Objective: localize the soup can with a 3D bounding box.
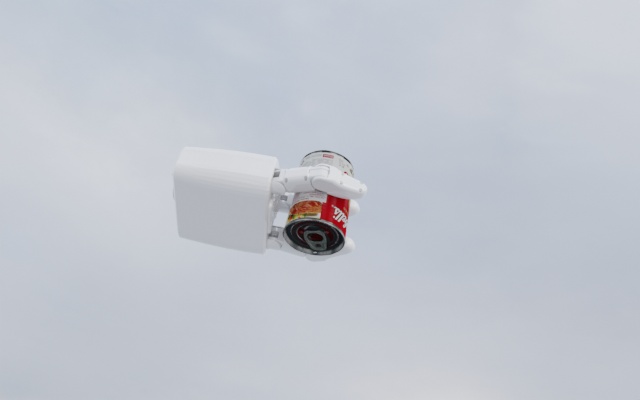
[{"bbox_3d":[0.001,0.002,0.541,0.068,0.102,0.069,7,-38,5],"label":"soup can"}]
